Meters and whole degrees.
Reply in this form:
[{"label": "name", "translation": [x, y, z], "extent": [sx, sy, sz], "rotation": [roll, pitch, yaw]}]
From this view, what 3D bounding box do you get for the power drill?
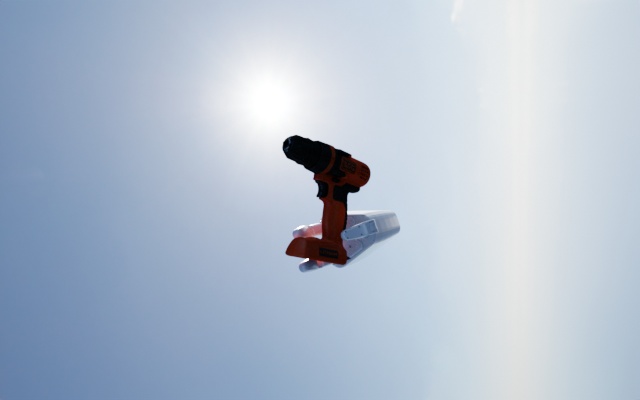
[{"label": "power drill", "translation": [0.000, 0.003, 0.762], "extent": [0.184, 0.187, 0.057], "rotation": [18, -9, -41]}]
